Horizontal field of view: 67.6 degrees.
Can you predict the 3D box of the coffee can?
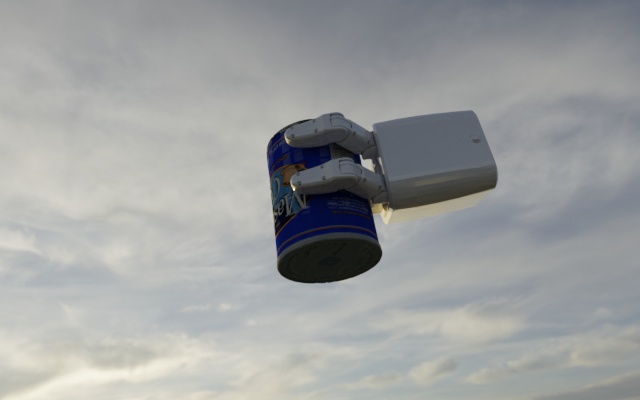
[{"bbox_3d":[0.000,0.002,0.495,0.103,0.140,0.103,-7,-31,-4],"label":"coffee can"}]
